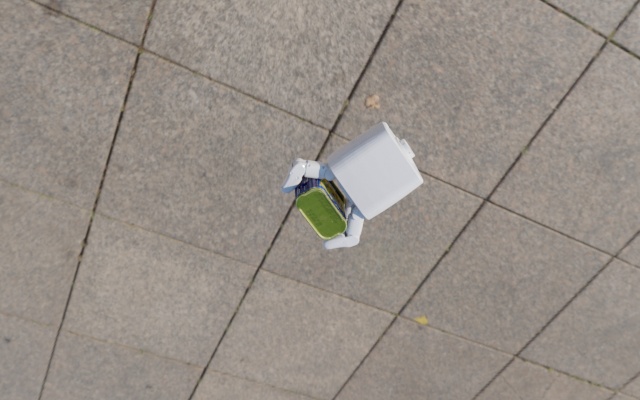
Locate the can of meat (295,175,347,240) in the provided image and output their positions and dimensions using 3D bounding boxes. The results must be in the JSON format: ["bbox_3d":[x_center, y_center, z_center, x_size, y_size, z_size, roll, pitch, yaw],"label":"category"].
[{"bbox_3d":[0.000,0.003,0.773,0.057,0.102,0.084,-31,27,13],"label":"can of meat"}]
